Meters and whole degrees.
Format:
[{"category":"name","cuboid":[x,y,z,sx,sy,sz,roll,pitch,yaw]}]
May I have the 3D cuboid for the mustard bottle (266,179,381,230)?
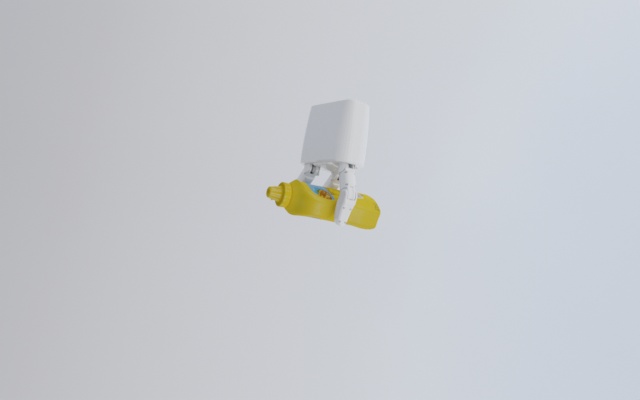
[{"category":"mustard bottle","cuboid":[0.000,0.003,0.802,0.191,0.058,0.096,12,15,-27]}]
